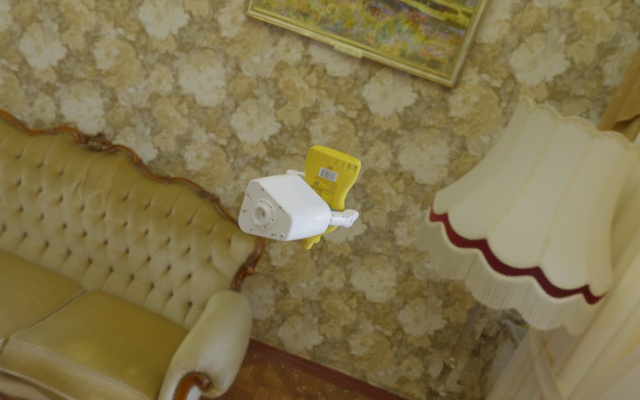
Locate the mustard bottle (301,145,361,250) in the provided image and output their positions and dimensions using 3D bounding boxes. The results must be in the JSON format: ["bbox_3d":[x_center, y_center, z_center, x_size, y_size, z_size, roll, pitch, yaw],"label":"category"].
[{"bbox_3d":[0.000,0.003,0.875,0.096,0.192,0.058,20,18,5],"label":"mustard bottle"}]
